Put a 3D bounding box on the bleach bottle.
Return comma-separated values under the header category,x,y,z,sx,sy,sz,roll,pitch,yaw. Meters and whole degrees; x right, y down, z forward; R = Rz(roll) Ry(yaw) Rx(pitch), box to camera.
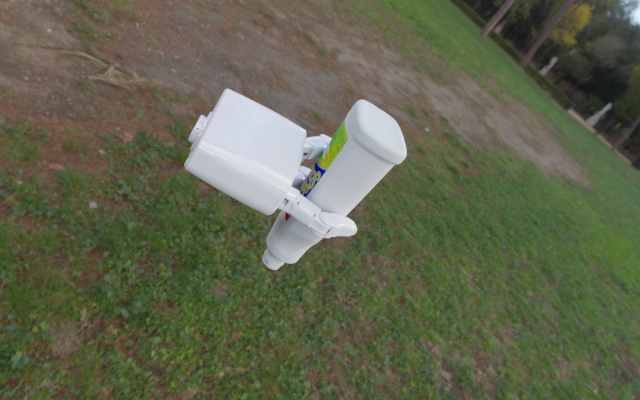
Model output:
category,x,y,z,sx,sy,sz,roll,pitch,yaw
bleach bottle,0.000,0.002,0.586,0.068,0.251,0.102,29,30,-16
